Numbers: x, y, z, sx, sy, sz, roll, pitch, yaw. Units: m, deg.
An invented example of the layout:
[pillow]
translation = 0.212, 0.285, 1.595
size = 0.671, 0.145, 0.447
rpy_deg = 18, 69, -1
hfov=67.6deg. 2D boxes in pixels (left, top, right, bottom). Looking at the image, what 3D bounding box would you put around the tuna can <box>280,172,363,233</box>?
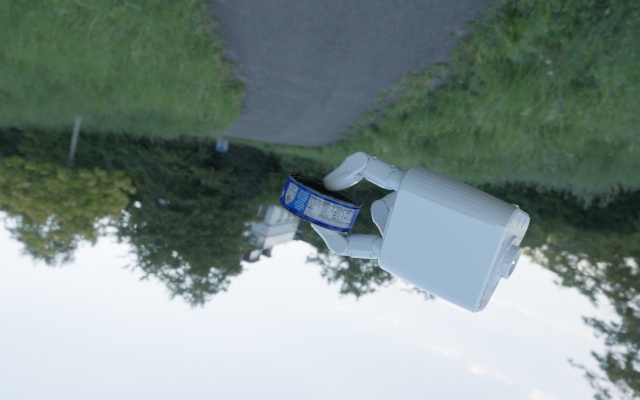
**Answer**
[tuna can]
translation = 0.000, 0.002, 0.516
size = 0.086, 0.034, 0.086
rpy_deg = 23, 10, -4
